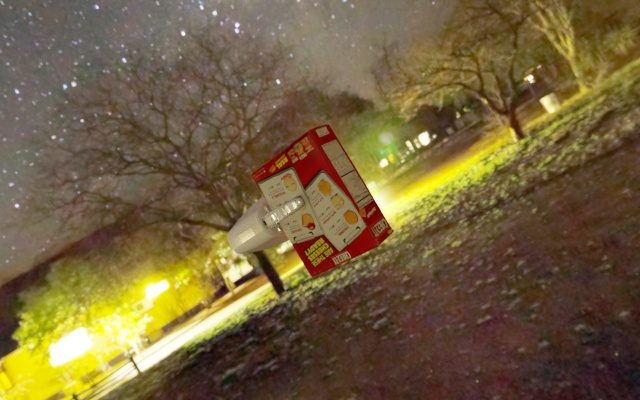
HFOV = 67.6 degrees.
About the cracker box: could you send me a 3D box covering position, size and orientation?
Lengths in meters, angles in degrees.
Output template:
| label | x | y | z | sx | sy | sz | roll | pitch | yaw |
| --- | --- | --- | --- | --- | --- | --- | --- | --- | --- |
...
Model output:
| label | x | y | z | sx | sy | sz | roll | pitch | yaw |
| --- | --- | --- | --- | --- | --- | --- | --- | --- | --- |
| cracker box | 0.000 | 0.003 | 0.815 | 0.164 | 0.213 | 0.072 | -32 | 0 | 39 |
